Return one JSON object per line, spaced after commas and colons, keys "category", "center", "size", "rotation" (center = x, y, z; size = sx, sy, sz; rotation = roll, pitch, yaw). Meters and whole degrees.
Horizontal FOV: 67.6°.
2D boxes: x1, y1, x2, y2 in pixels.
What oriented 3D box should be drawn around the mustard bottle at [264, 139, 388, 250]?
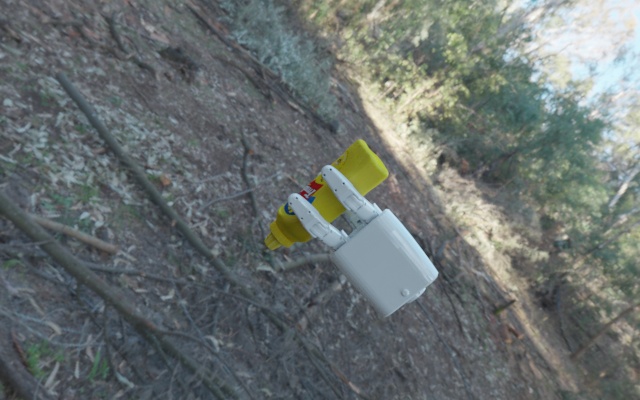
{"category": "mustard bottle", "center": [0.000, 0.002, 0.642], "size": [0.191, 0.058, 0.096], "rotation": [-40, 19, 12]}
